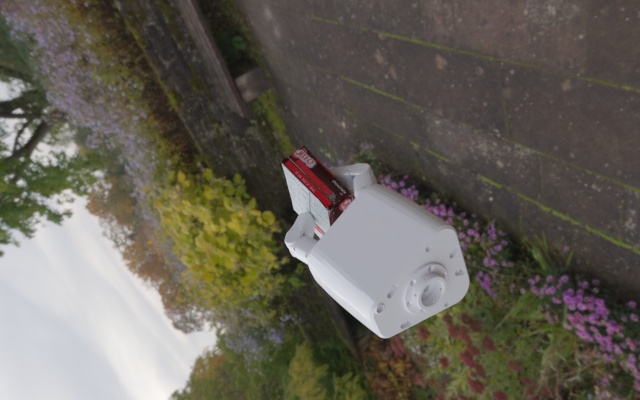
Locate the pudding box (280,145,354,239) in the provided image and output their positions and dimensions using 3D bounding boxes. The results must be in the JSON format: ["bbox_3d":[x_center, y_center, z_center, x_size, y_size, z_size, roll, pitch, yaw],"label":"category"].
[{"bbox_3d":[0.000,0.002,0.563,0.039,0.090,0.114,-34,-28,-16],"label":"pudding box"}]
